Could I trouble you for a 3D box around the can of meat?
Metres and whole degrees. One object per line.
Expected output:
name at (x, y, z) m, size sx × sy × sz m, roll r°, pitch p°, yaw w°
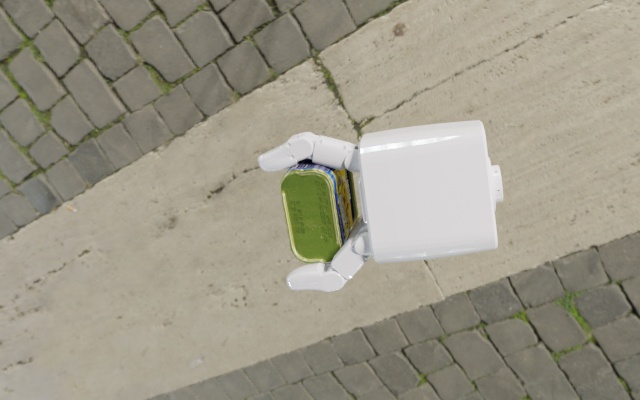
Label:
can of meat at (0.000, 0.002, 0.481) m, size 0.057 × 0.102 × 0.084 m, roll -4°, pitch 22°, yaw 15°
